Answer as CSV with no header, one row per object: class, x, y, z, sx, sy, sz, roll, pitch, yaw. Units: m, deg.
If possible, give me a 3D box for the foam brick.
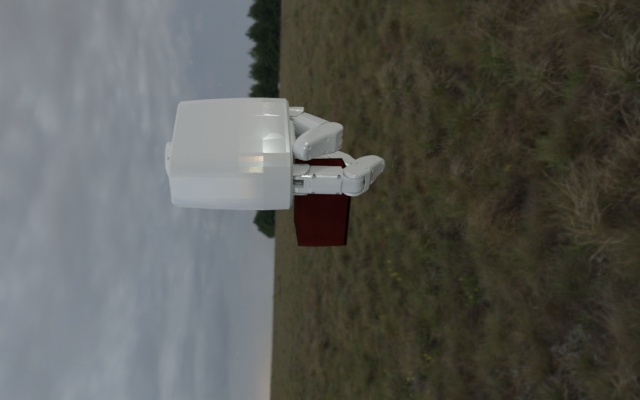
foam brick,0.000,0.002,0.488,0.051,0.078,0.053,-3,32,-9
